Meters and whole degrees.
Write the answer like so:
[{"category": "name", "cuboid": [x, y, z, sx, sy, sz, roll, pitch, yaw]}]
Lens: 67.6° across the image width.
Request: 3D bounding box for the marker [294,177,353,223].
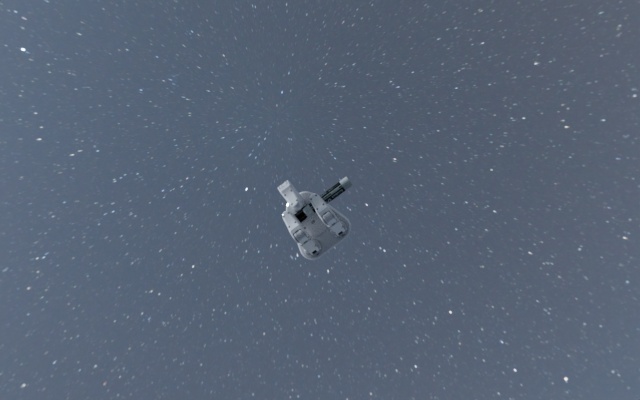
[{"category": "marker", "cuboid": [0.000, 0.003, 0.801, 0.121, 0.020, 0.020, -36, -2, 2]}]
